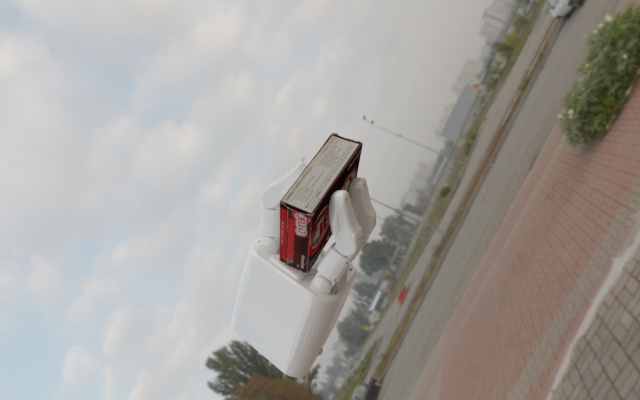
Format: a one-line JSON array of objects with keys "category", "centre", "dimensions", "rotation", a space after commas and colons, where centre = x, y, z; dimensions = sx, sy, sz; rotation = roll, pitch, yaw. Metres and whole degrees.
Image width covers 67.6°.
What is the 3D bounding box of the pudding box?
[{"category": "pudding box", "centre": [0.000, 0.002, 0.474], "dimensions": [0.039, 0.113, 0.090], "rotation": [22, -40, 13]}]
